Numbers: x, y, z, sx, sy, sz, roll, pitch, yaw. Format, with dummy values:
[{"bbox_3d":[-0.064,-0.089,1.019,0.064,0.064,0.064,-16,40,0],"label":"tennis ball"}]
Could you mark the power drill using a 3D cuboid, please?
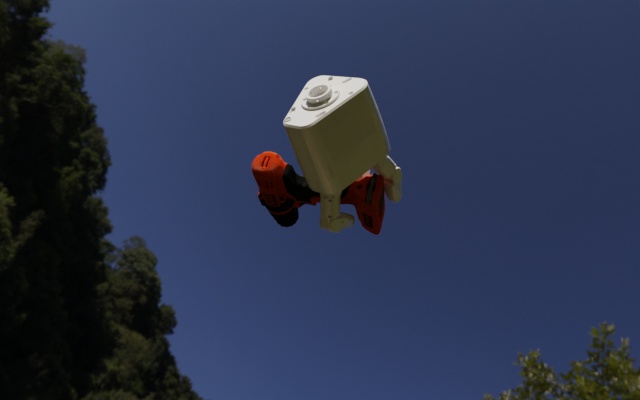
[{"bbox_3d":[0.001,0.002,0.714,0.187,0.057,0.184,8,-25,12],"label":"power drill"}]
